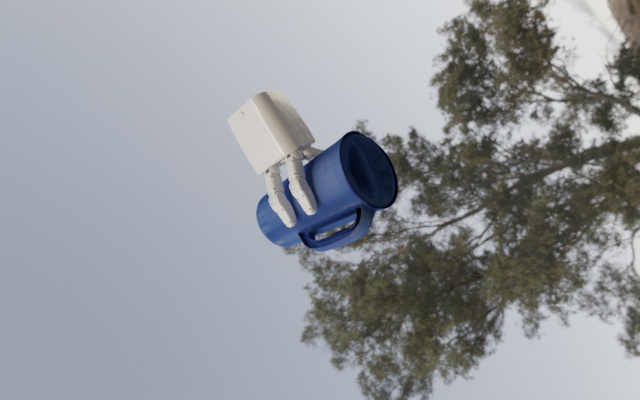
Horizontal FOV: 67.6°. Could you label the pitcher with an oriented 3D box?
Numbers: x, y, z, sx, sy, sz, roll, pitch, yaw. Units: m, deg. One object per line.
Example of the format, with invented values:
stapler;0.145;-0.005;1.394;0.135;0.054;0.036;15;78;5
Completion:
pitcher;0.000;0.002;0.804;0.243;0.145;0.149;-30;4;40
